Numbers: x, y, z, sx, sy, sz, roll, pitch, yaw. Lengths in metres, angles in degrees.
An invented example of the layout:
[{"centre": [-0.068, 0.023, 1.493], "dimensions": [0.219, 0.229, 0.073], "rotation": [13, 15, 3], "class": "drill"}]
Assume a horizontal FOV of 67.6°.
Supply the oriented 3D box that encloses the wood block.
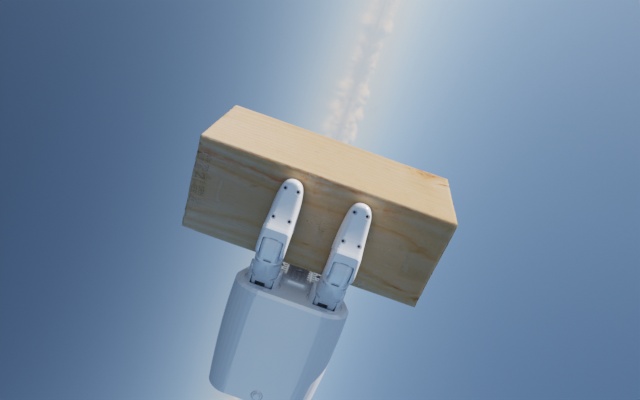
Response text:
[{"centre": [0.000, 0.002, 0.418], "dimensions": [0.206, 0.090, 0.090], "rotation": [19, 27, -1], "class": "wood block"}]
